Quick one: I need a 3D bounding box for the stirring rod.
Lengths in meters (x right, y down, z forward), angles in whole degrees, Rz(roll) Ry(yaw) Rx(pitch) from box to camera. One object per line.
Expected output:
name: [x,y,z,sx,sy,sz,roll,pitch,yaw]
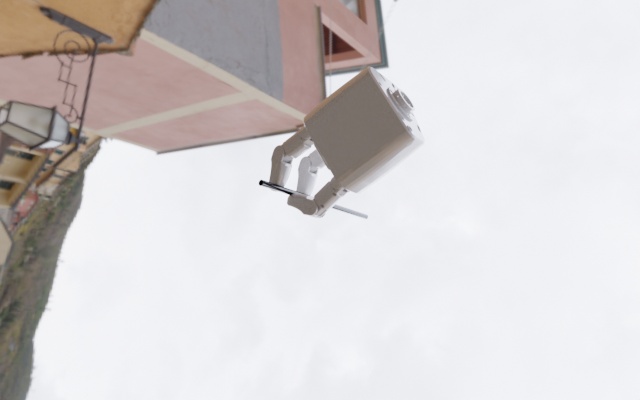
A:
stirring rod: [0.000,0.002,0.681,0.011,0.011,0.239,0,-12,39]
